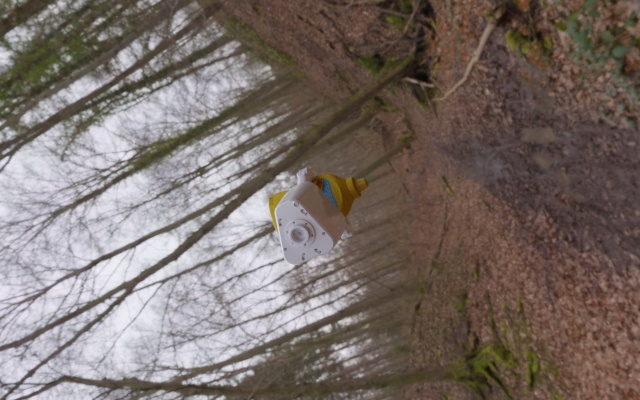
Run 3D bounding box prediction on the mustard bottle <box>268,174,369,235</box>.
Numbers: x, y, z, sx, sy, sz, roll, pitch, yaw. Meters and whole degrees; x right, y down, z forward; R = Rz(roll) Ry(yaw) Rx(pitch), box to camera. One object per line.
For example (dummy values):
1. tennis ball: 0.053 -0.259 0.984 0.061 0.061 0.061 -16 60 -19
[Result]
1. mustard bottle: 0.000 0.003 0.900 0.191 0.096 0.058 -23 -14 17
